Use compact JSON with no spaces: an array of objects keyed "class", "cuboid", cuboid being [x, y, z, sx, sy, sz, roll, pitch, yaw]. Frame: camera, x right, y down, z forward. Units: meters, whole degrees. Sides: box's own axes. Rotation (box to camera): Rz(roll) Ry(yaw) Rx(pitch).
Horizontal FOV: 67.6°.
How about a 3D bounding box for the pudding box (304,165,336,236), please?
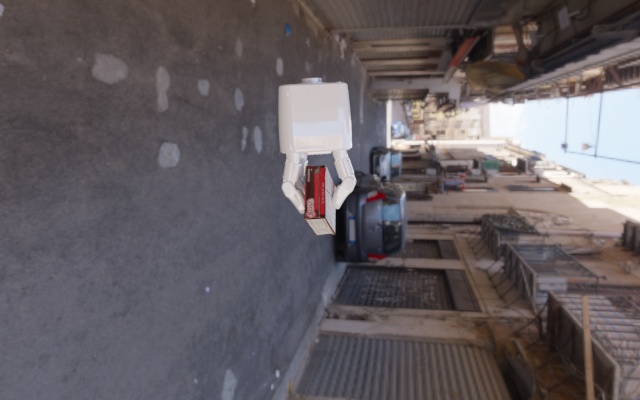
[{"class":"pudding box","cuboid":[0.000,0.003,0.791,0.039,0.090,0.113,-2,-18,11]}]
